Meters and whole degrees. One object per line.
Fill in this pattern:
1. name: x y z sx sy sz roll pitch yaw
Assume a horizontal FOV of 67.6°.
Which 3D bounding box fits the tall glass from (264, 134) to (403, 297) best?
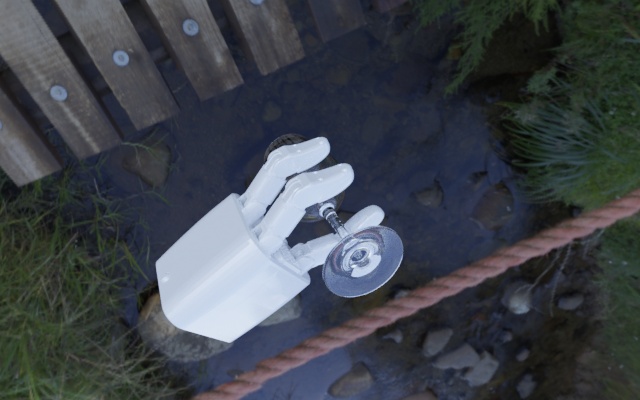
1. tall glass: 0.000 0.002 0.475 0.079 0.079 0.201 0 31 -25
